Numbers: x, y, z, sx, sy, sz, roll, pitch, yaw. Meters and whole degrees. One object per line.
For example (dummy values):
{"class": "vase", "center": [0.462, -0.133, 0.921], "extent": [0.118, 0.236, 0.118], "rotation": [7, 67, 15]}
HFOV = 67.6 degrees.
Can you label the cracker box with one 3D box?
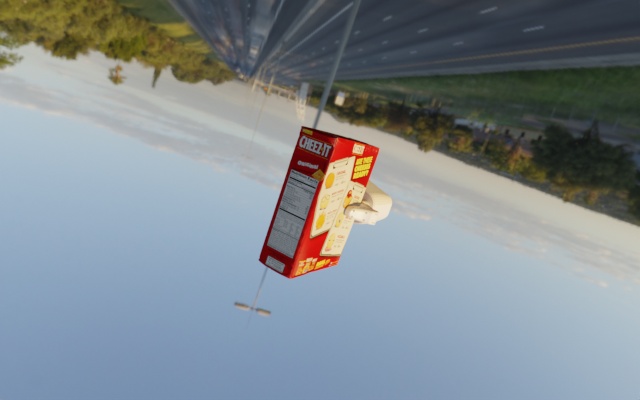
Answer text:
{"class": "cracker box", "center": [0.000, 0.003, 0.743], "extent": [0.072, 0.214, 0.164], "rotation": [23, 11, 25]}
